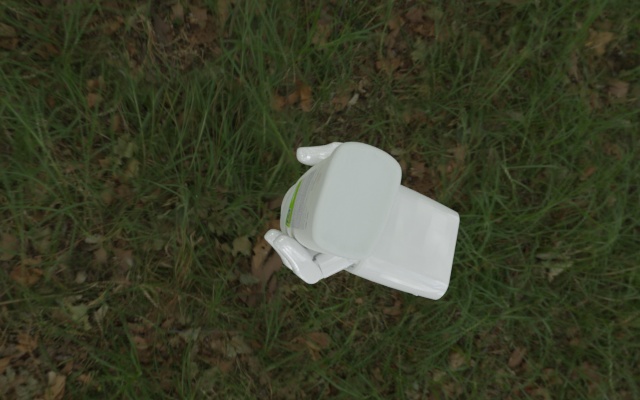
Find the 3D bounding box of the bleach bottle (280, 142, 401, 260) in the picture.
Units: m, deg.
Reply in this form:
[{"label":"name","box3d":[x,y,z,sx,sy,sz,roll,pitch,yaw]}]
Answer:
[{"label":"bleach bottle","box3d":[0.000,0.002,0.521,0.068,0.102,0.251,20,-4,-13]}]
